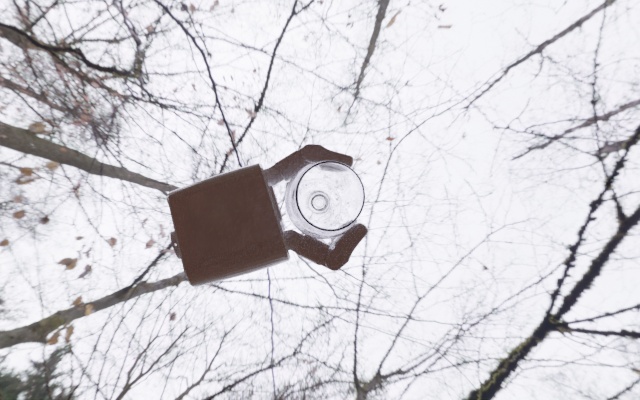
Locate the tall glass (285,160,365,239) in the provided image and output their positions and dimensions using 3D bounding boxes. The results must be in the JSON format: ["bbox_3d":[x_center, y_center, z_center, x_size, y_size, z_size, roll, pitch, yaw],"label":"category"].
[{"bbox_3d":[0.000,0.002,0.514,0.079,0.079,0.201,0,-3,-5],"label":"tall glass"}]
